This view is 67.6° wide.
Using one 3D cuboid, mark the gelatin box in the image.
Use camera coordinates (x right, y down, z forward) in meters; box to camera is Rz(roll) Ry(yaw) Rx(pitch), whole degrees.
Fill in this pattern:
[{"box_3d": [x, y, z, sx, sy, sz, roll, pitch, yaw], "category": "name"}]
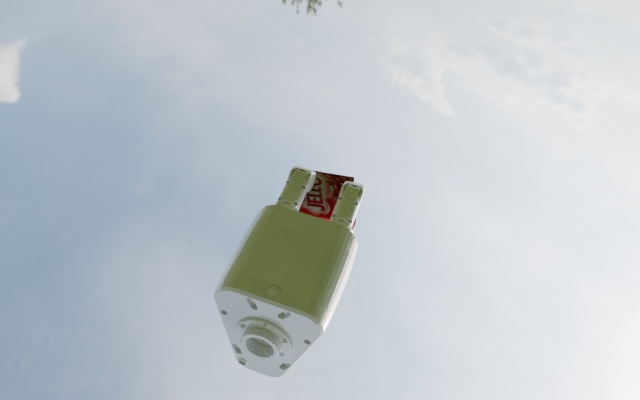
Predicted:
[{"box_3d": [0.000, 0.002, 0.527, 0.073, 0.030, 0.089, 9, 36, -4], "category": "gelatin box"}]
